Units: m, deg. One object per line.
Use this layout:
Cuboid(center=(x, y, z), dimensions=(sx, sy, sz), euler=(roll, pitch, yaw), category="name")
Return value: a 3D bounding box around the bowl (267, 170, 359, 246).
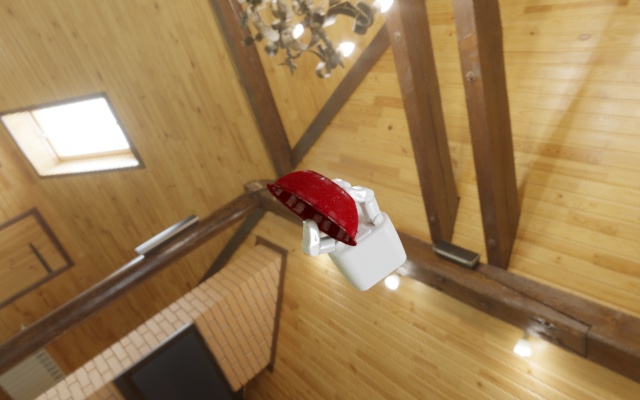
Cuboid(center=(0.000, 0.001, 0.717), dimensions=(0.162, 0.055, 0.162), euler=(33, -10, 7), category="bowl")
